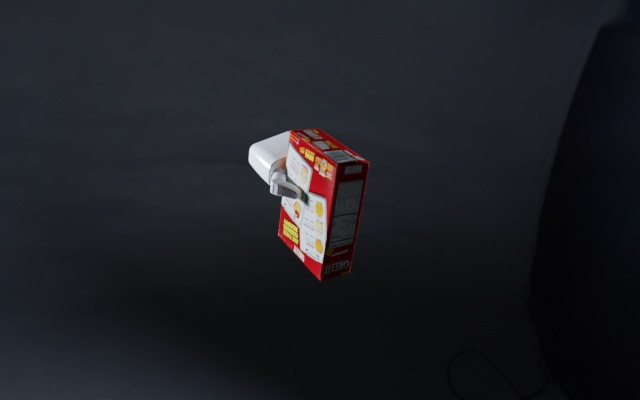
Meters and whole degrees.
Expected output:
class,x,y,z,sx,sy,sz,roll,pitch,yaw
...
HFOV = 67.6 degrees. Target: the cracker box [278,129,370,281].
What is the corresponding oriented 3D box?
class,x,y,z,sx,sy,sz,roll,pitch,yaw
cracker box,0.000,0.003,0.828,0.072,0.214,0.164,-8,30,-30
